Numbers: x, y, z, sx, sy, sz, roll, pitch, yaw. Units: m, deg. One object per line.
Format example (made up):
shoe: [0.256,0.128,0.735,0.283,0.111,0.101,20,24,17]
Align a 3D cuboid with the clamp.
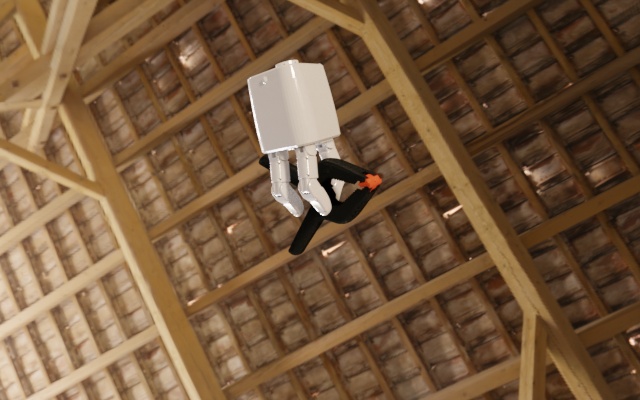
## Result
clamp: [0.001,0.002,0.692,0.210,0.164,0.036,-5,14,43]
